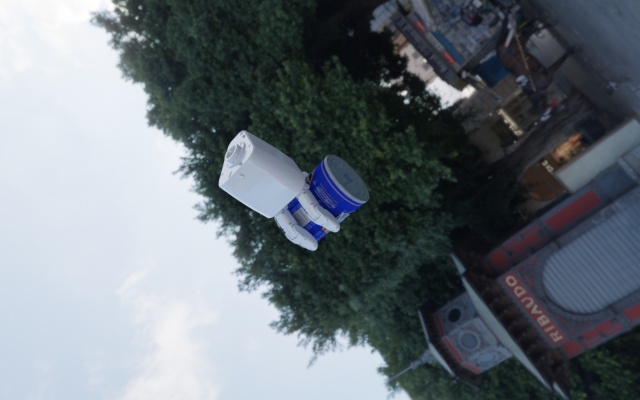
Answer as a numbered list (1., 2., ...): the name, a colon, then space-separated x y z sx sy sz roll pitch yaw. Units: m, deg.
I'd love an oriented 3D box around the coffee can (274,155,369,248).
1. coffee can: 0.000 0.003 0.841 0.140 0.102 0.103 -42 -20 24
